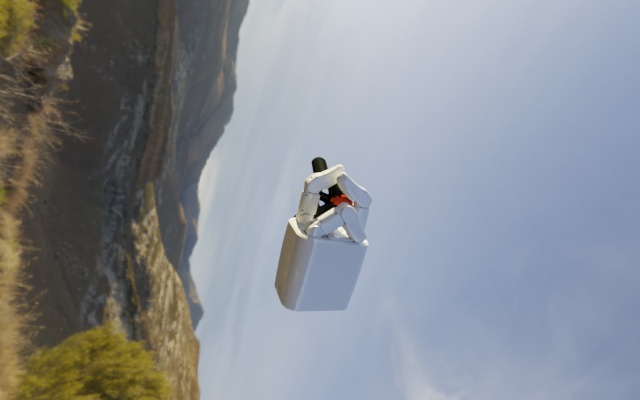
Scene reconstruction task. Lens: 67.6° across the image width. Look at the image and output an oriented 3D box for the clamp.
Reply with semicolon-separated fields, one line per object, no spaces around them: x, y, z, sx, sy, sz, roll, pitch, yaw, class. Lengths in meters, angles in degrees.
0.001;0.002;0.738;0.039;0.120;0.171;12;11;-17;clamp
